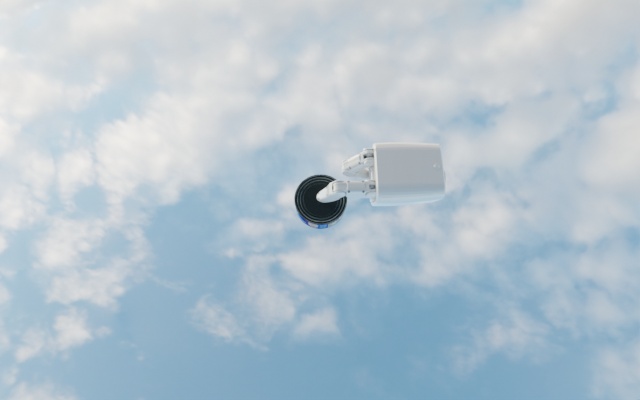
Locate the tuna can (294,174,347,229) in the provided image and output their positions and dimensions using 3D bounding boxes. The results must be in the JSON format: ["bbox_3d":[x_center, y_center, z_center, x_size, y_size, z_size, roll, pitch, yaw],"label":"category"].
[{"bbox_3d":[0.000,0.003,0.786,0.086,0.086,0.034,0,-18,-1],"label":"tuna can"}]
